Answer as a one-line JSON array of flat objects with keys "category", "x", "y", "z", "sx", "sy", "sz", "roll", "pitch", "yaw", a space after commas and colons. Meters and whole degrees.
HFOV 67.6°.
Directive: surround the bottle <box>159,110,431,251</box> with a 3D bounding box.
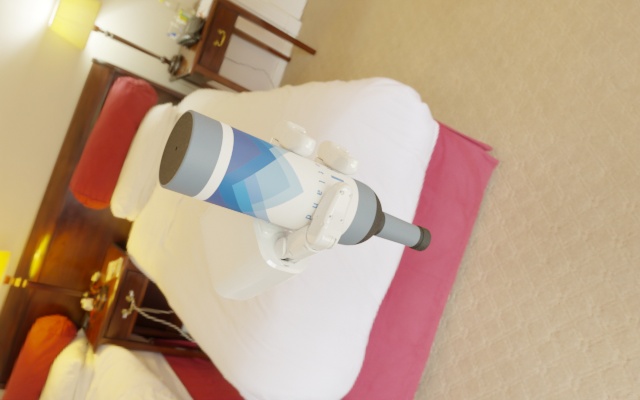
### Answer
[{"category": "bottle", "x": 0.000, "y": 0.001, "z": 0.459, "sx": 0.296, "sy": 0.069, "sz": 0.069, "roll": 20, "pitch": -12, "yaw": -33}]
